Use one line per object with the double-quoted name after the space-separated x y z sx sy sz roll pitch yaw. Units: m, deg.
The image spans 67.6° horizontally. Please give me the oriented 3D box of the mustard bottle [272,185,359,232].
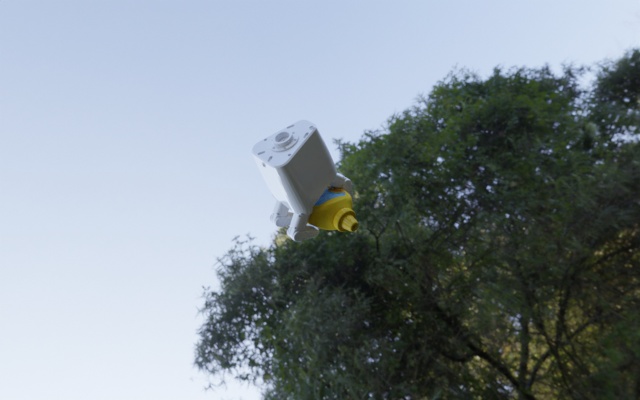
0.000 0.003 0.850 0.096 0.058 0.191 -19 36 -31 "mustard bottle"
